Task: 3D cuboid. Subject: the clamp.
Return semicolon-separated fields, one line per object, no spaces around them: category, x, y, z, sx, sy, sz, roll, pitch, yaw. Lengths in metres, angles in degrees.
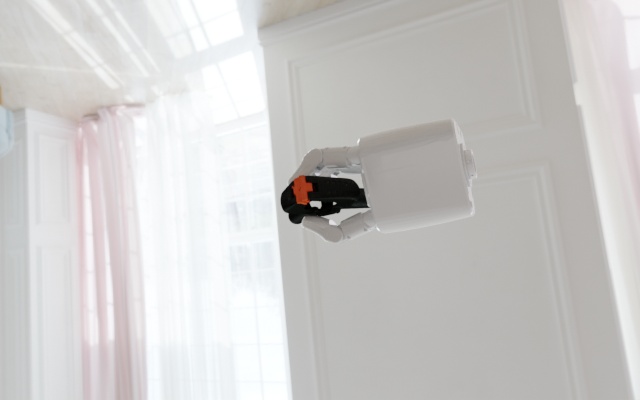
clamp;0.000;0.003;0.595;0.164;0.036;0.210;-13;-10;22
